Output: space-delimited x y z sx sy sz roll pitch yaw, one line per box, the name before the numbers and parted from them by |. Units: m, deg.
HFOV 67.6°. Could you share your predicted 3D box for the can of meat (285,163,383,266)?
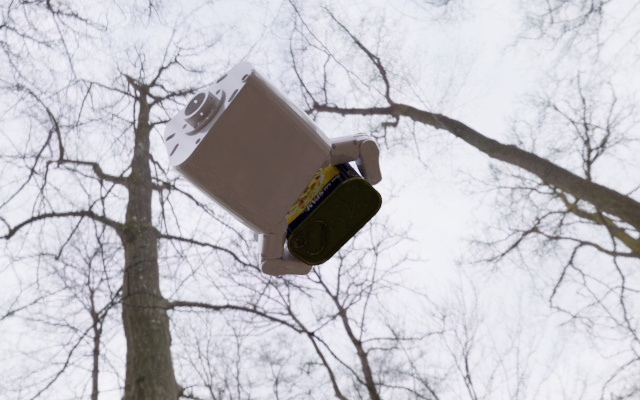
can of meat | 0.000 0.001 0.492 0.057 0.102 0.084 38 10 -38
